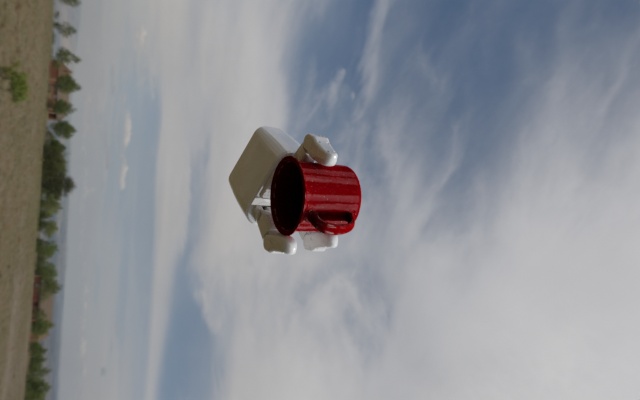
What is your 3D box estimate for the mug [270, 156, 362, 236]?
[{"bbox_3d":[0.001,0.002,0.561,0.081,0.093,0.117,2,28,-30],"label":"mug"}]
